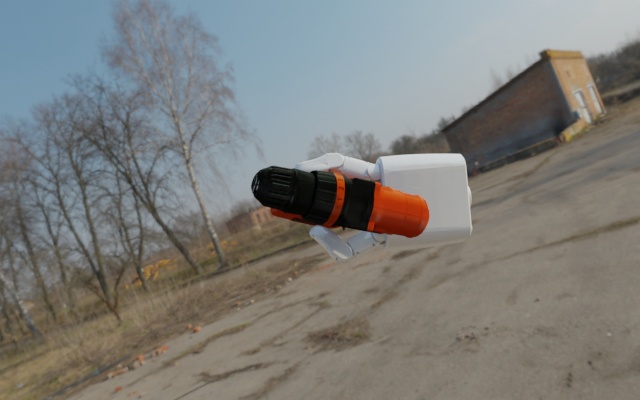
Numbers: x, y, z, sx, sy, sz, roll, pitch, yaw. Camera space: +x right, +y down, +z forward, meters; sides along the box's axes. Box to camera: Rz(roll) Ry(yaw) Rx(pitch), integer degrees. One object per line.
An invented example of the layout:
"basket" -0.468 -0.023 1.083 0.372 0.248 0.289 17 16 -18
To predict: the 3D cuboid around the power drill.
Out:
"power drill" 0.000 0.002 0.533 0.184 0.057 0.187 14 -2 -19
